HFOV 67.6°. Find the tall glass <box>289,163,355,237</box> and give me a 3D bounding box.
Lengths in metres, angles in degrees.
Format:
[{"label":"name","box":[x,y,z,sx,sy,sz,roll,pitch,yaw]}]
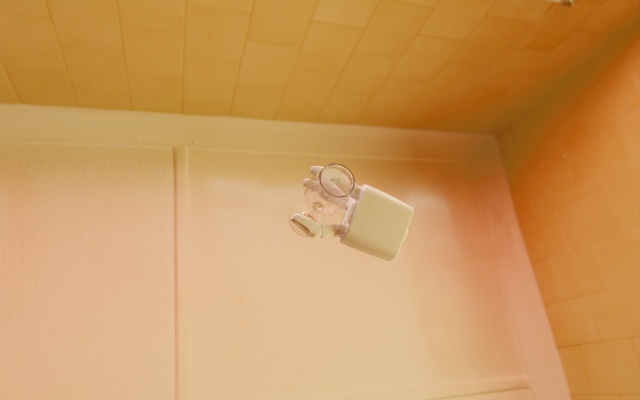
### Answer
[{"label":"tall glass","box":[0.000,0.003,0.875,0.079,0.079,0.201,0,-22,-17]}]
